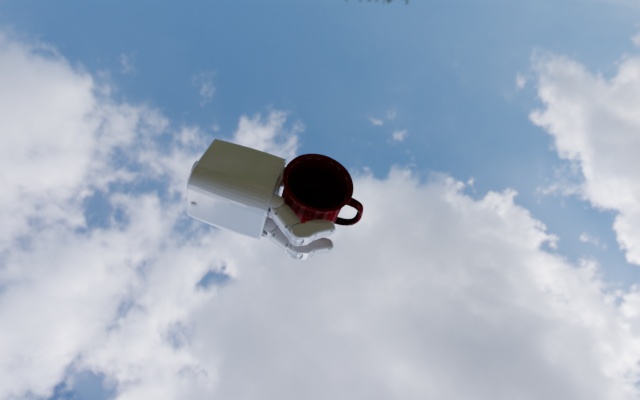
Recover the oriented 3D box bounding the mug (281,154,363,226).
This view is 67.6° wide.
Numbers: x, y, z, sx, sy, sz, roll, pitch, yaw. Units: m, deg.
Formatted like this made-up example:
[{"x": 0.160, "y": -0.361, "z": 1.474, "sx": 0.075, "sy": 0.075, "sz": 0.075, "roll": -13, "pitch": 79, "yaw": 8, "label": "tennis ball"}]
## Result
[{"x": 0.001, "y": 0.003, "z": 0.640, "sx": 0.117, "sy": 0.093, "sz": 0.081, "roll": 19, "pitch": -37, "yaw": -3, "label": "mug"}]
